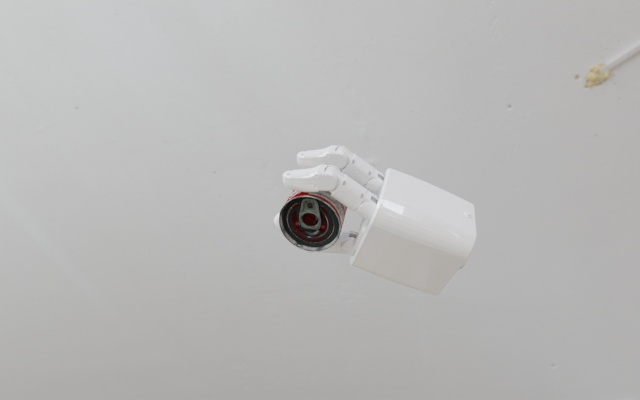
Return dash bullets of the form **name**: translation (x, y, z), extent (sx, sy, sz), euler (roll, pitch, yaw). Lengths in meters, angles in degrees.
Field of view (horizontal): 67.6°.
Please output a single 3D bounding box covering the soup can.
- **soup can**: translation (0.000, 0.002, 0.545), extent (0.068, 0.068, 0.102), euler (0, 28, 16)
